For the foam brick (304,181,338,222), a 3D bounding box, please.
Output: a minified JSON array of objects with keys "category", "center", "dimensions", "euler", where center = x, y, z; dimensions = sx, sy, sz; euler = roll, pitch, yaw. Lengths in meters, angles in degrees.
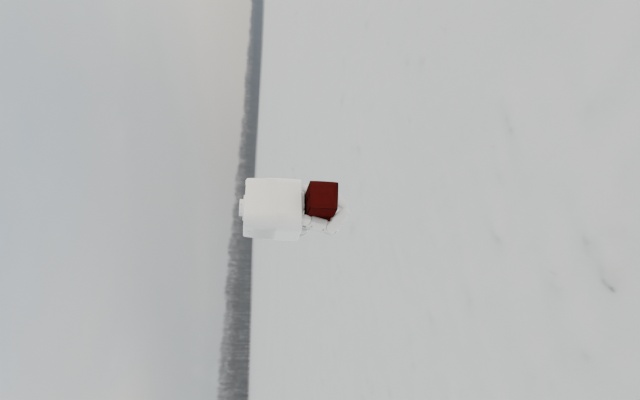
[{"category":"foam brick","center":[0.000,0.003,0.870],"dimensions":[0.051,0.053,0.078],"euler":[5,-21,-8]}]
